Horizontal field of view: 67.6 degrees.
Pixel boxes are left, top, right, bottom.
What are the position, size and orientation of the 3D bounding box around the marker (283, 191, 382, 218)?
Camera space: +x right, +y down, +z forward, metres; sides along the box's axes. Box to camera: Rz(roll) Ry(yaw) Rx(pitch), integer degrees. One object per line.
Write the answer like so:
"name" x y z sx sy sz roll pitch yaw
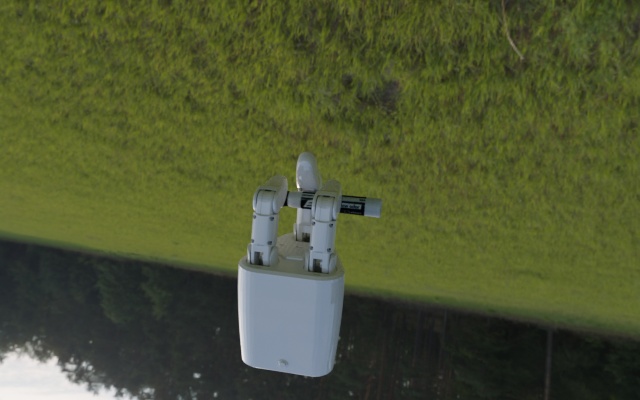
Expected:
"marker" 0.000 0.002 0.477 0.121 0.020 0.020 6 1 10
